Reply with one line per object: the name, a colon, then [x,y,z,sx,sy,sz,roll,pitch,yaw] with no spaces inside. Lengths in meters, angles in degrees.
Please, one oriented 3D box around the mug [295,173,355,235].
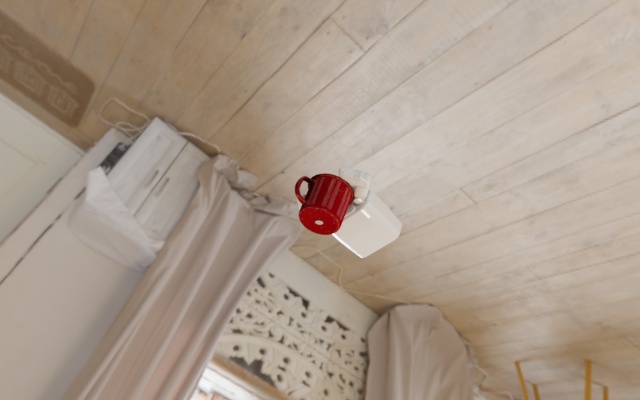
mug: [-0.001,0.002,0.884,0.117,0.081,0.093,40,-42,-22]
